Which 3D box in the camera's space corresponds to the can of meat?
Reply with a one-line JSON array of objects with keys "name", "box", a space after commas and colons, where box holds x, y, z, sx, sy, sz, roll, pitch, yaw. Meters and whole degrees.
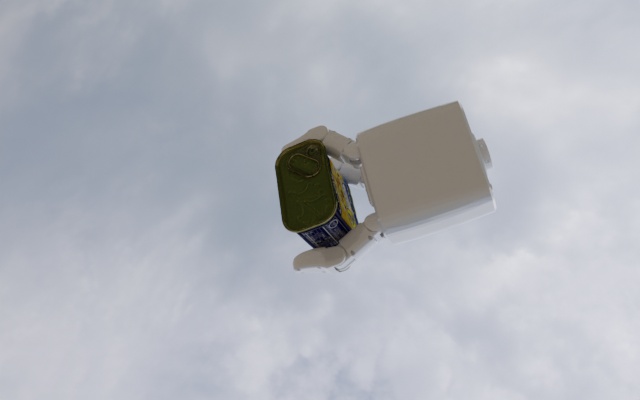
[{"name": "can of meat", "box": [0.000, 0.002, 0.499, 0.057, 0.102, 0.084, -21, -35, 15]}]
